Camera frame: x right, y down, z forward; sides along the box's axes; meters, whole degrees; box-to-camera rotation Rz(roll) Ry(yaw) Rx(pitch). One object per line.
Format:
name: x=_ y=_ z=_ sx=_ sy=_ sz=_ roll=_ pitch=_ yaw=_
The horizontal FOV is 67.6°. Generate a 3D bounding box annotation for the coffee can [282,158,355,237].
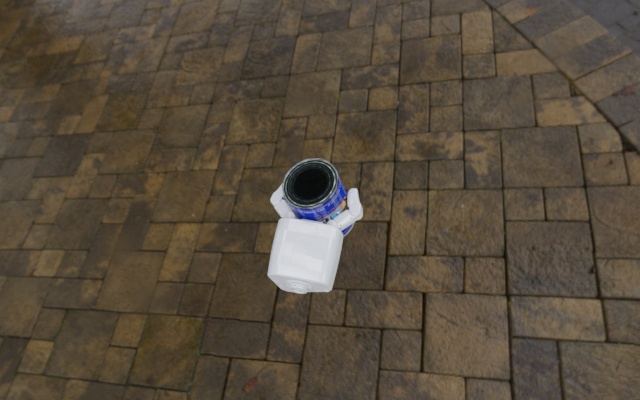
coffee can: x=0.000 y=0.003 z=0.882 sx=0.103 sy=0.102 sz=0.140 roll=0 pitch=-29 yaw=18
